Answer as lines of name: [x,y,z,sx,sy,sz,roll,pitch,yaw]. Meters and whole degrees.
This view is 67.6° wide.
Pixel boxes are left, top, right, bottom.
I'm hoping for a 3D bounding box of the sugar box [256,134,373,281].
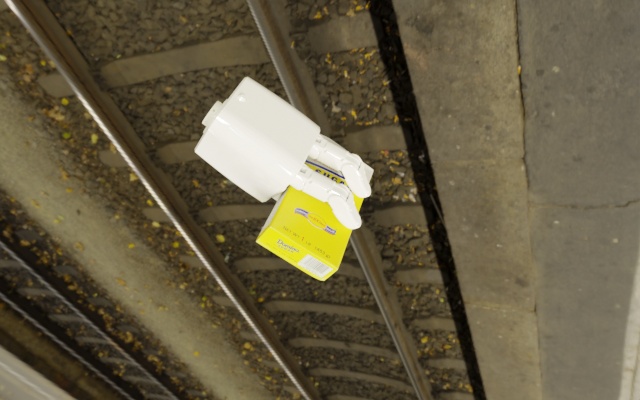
sugar box: [0.000,0.002,0.586,0.093,0.176,0.048,33,-41,-11]
